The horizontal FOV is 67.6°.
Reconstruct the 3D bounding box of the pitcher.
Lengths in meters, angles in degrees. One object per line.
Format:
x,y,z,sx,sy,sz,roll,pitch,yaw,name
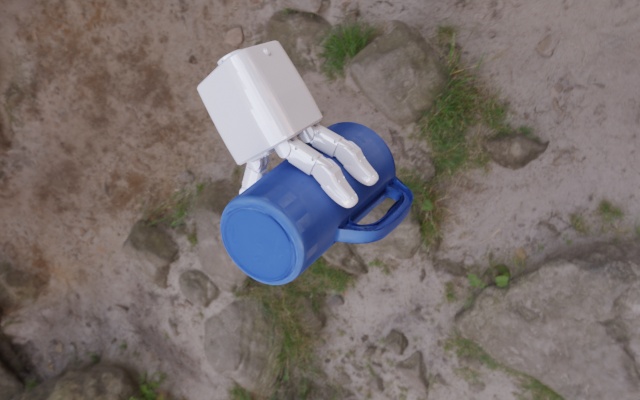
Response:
0.000,0.002,0.590,0.149,0.145,0.242,-21,13,37,pitcher
